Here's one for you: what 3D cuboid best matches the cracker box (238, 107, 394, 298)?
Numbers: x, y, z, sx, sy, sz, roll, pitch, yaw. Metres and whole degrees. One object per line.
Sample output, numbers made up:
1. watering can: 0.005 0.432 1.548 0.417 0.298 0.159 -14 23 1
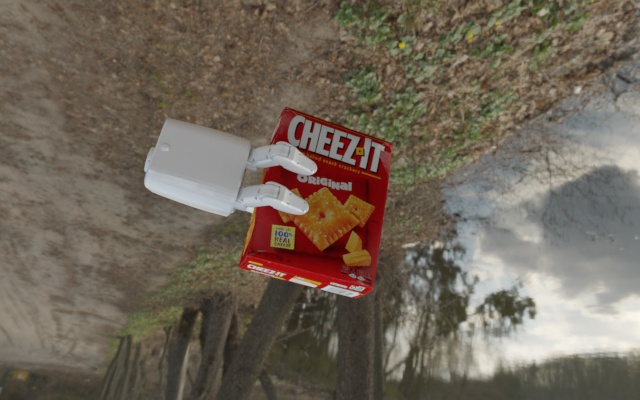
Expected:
1. cracker box: 0.000 0.002 0.626 0.164 0.213 0.072 17 -24 -13
